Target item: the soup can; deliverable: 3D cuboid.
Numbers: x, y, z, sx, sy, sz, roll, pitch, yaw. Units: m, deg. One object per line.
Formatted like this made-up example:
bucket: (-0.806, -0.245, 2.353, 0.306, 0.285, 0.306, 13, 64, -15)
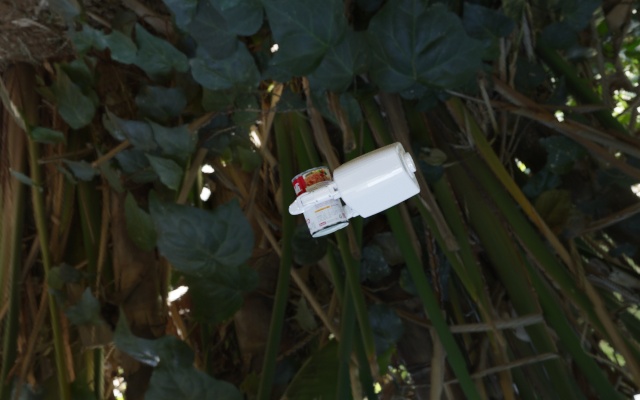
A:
soup can: (0.000, 0.003, 0.806, 0.068, 0.102, 0.068, -20, -11, -4)
